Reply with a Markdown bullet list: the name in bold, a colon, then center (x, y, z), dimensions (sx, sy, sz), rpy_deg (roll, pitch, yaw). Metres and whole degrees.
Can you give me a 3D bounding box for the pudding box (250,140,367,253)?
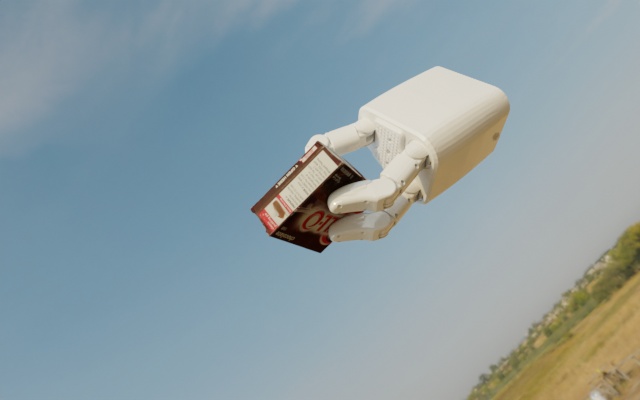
- **pudding box**: center (0.000, 0.001, 0.452), dimensions (0.039, 0.090, 0.113), rpy_deg (49, 9, 28)
